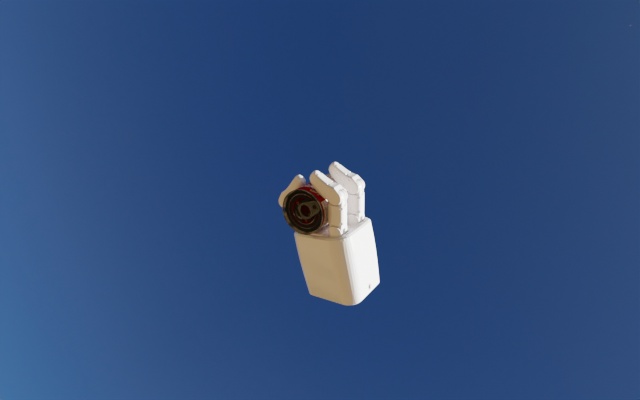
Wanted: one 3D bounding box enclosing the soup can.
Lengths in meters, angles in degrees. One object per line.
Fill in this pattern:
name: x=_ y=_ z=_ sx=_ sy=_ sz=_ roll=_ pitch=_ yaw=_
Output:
soup can: x=0.000 y=0.002 z=0.714 sx=0.068 sy=0.068 sz=0.102 roll=0 pitch=17 yaw=33
